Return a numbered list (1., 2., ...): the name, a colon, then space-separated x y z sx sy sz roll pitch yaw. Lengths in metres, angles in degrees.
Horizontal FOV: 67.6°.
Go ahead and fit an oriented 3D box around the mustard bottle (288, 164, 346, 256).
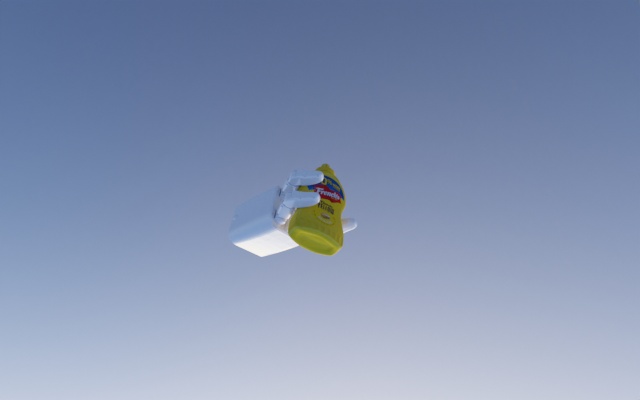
1. mustard bottle: 0.000 0.003 0.862 0.096 0.191 0.058 26 -47 -18
